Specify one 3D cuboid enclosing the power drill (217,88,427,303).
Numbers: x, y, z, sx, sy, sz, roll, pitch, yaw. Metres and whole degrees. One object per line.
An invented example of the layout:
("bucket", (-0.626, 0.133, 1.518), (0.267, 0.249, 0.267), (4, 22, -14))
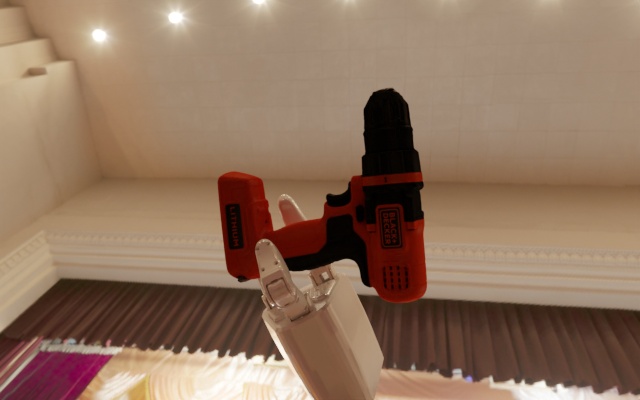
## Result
("power drill", (0.000, 0.002, 0.436), (0.187, 0.184, 0.057), (-5, -1, 22))
